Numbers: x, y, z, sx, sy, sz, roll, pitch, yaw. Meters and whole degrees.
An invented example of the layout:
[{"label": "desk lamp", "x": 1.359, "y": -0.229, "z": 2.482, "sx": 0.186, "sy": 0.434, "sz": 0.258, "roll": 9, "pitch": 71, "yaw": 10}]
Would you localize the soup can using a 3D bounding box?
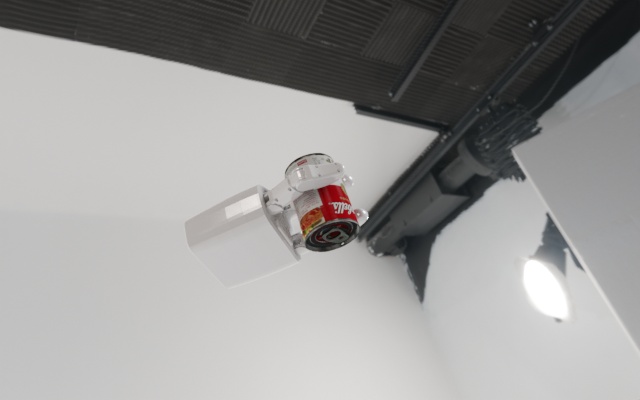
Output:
[{"label": "soup can", "x": 0.000, "y": 0.001, "z": 0.577, "sx": 0.068, "sy": 0.102, "sz": 0.068, "roll": -14, "pitch": -32, "yaw": -9}]
